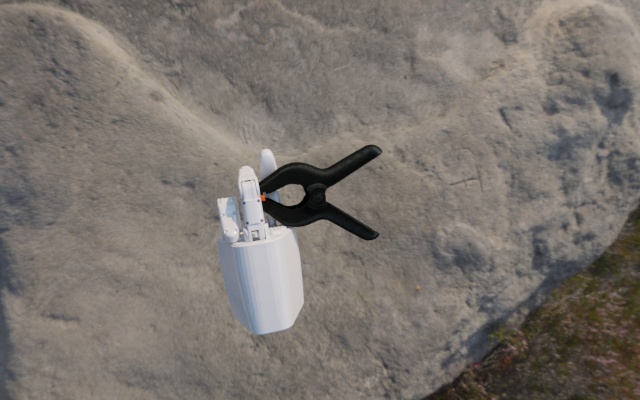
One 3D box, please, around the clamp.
[{"bbox_3d":[0.000,0.002,0.587,0.171,0.120,0.039,-10,6,-8],"label":"clamp"}]
